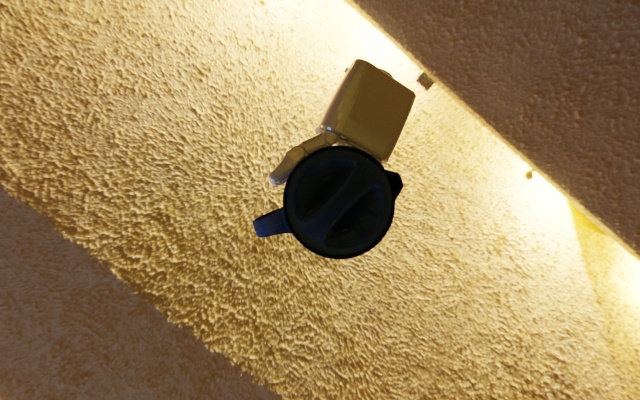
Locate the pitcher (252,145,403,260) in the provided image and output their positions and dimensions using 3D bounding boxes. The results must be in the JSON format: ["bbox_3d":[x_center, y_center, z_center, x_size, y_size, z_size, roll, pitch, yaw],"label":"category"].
[{"bbox_3d":[0.000,0.002,0.665,0.149,0.145,0.243,25,-2,-6],"label":"pitcher"}]
